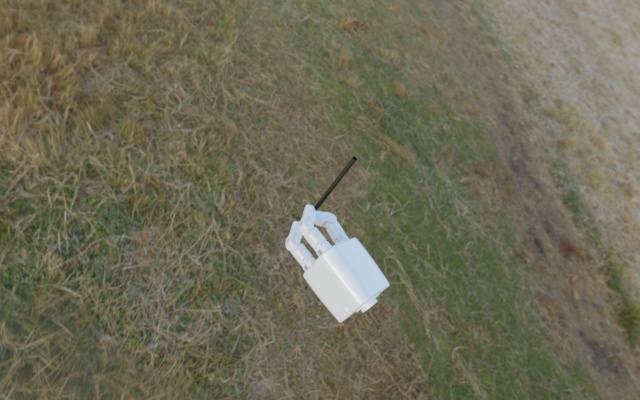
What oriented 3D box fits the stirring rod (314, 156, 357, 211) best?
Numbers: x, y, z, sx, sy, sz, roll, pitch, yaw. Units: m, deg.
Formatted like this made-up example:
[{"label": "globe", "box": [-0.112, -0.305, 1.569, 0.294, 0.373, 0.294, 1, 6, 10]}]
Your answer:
[{"label": "stirring rod", "box": [0.000, 0.003, 0.830, 0.011, 0.011, 0.240, 0, -35, -33]}]
